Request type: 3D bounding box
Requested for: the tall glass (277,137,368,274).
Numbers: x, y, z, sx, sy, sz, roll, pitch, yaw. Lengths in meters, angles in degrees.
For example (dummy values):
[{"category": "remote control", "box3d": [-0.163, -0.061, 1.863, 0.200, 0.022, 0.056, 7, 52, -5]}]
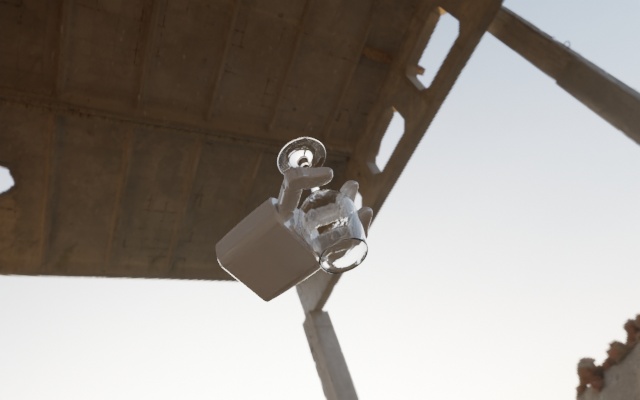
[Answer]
[{"category": "tall glass", "box3d": [0.000, 0.002, 0.635, 0.079, 0.079, 0.201, 0, 40, -22]}]
